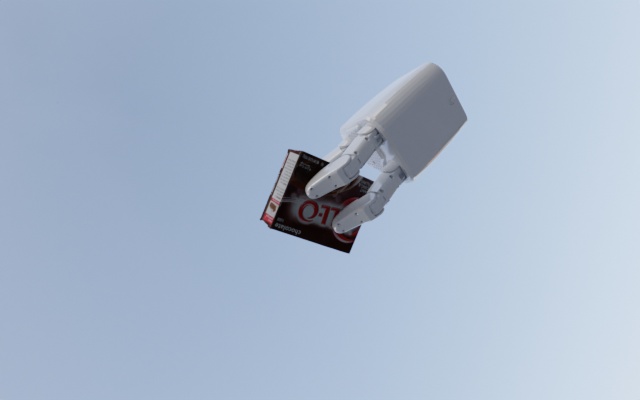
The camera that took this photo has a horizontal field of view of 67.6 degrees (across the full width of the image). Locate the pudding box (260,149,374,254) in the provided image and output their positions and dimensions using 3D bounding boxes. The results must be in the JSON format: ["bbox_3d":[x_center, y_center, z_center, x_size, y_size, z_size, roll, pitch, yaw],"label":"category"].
[{"bbox_3d":[0.000,0.002,0.540,0.113,0.090,0.039,21,3,-29],"label":"pudding box"}]
